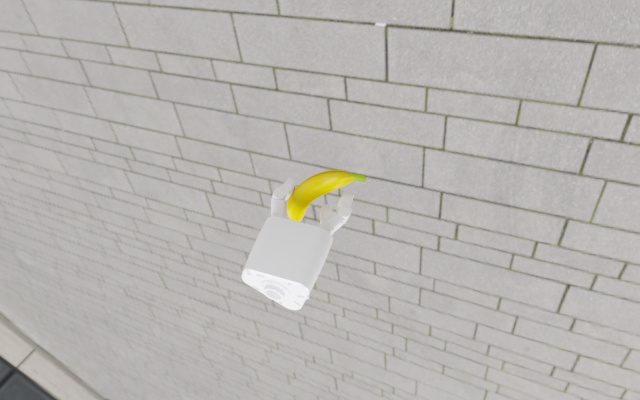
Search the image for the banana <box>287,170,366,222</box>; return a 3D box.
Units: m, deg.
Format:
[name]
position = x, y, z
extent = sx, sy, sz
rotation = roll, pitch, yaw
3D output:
[banana]
position = -0.012, -0.008, 0.822
extent = 0.070, 0.037, 0.198
rotation = 32, -39, -25
